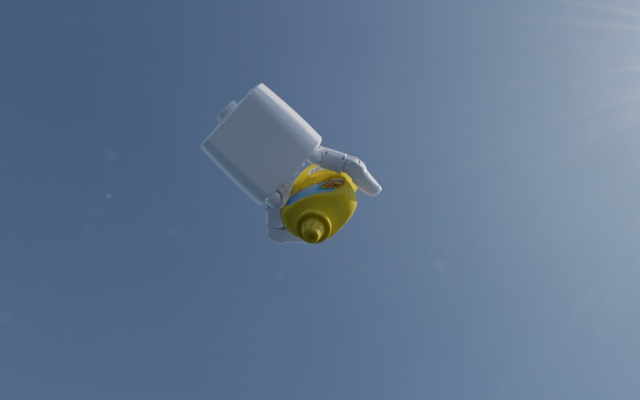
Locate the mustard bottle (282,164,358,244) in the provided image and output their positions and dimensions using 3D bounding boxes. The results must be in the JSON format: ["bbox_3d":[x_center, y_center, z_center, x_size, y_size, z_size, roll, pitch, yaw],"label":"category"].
[{"bbox_3d":[0.000,0.002,0.614,0.096,0.058,0.191,-17,20,14],"label":"mustard bottle"}]
